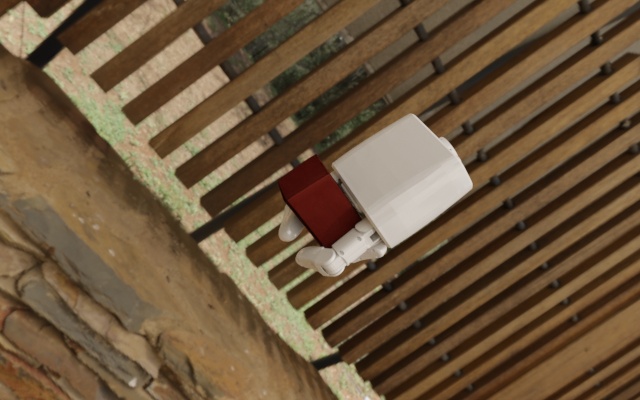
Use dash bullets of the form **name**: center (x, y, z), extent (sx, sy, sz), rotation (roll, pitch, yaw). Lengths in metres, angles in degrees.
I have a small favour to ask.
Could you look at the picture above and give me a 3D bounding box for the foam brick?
- **foam brick**: center (0.000, 0.002, 0.493), extent (0.051, 0.078, 0.053), rotation (-34, 31, 5)
